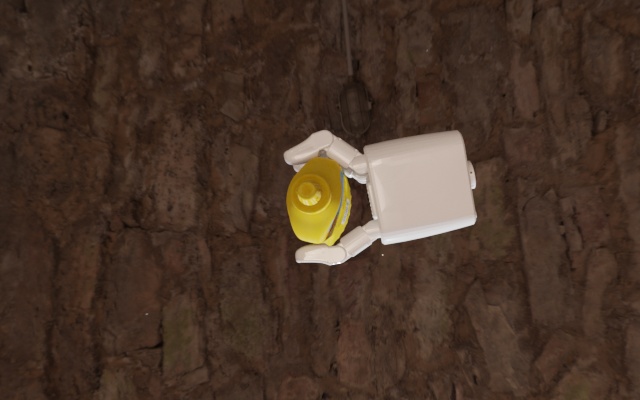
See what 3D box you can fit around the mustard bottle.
[{"bbox_3d":[0.000,0.002,0.552,0.058,0.096,0.191,14,-5,9],"label":"mustard bottle"}]
